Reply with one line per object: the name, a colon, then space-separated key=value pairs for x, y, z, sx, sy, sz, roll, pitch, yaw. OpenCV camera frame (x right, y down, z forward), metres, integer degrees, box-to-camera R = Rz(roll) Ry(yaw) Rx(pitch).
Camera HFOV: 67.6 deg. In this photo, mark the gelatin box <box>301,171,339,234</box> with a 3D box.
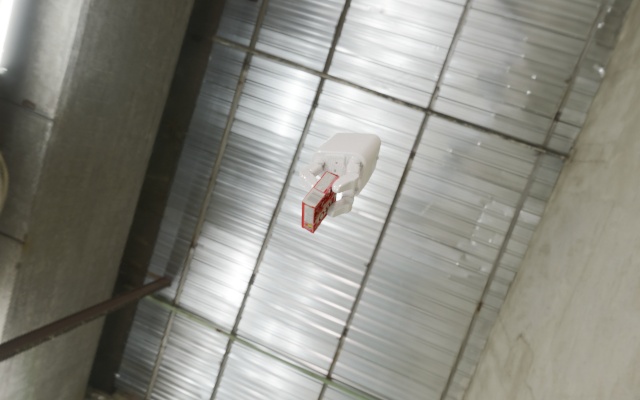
gelatin box: x=0.000 y=0.003 z=0.847 sx=0.030 sy=0.073 sz=0.089 roll=25 pitch=52 yaw=17
